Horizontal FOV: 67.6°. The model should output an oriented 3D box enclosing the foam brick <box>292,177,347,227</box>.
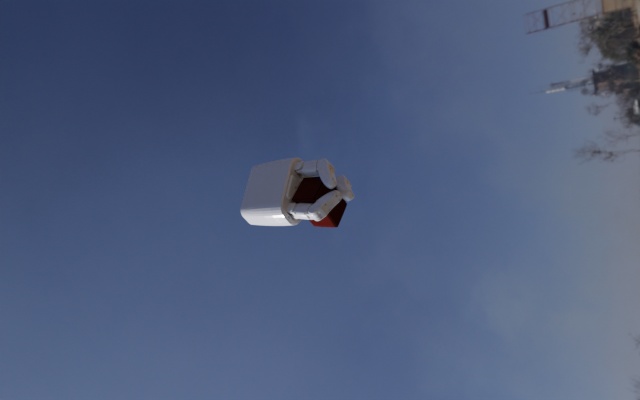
[{"bbox_3d":[0.000,0.003,0.819,0.051,0.053,0.078,-3,-42,39],"label":"foam brick"}]
